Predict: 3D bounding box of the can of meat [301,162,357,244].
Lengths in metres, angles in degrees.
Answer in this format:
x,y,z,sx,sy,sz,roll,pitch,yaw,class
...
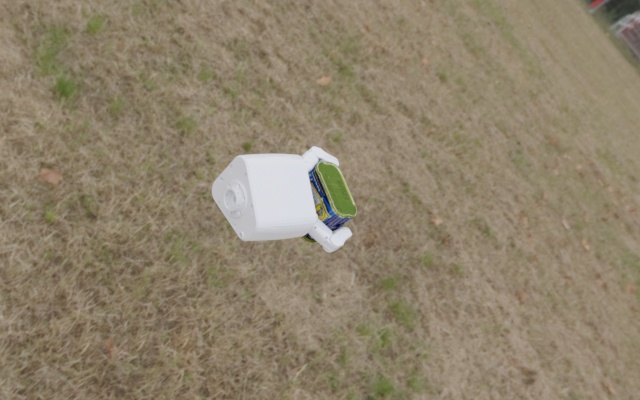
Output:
x,y,z,sx,sy,sz,roll,pitch,yaw,class
0.000,0.002,0.733,0.057,0.102,0.084,-1,-29,-45,can of meat
